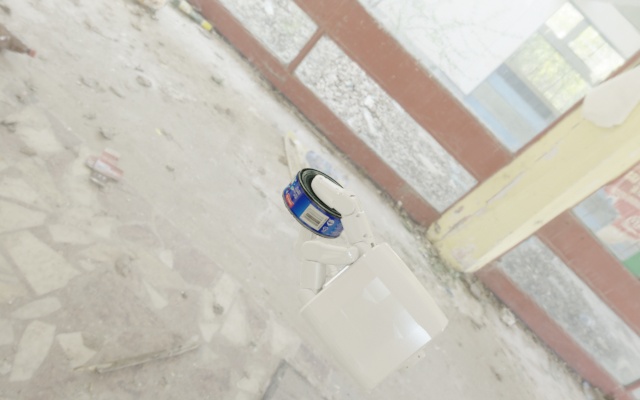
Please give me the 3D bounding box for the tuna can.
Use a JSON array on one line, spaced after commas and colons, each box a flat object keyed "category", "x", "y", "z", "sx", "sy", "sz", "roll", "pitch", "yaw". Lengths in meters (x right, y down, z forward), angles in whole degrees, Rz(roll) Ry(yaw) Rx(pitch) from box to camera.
[{"category": "tuna can", "x": 0.000, "y": 0.001, "z": 0.555, "sx": 0.086, "sy": 0.086, "sz": 0.034, "roll": 0, "pitch": -44, "yaw": -54}]
